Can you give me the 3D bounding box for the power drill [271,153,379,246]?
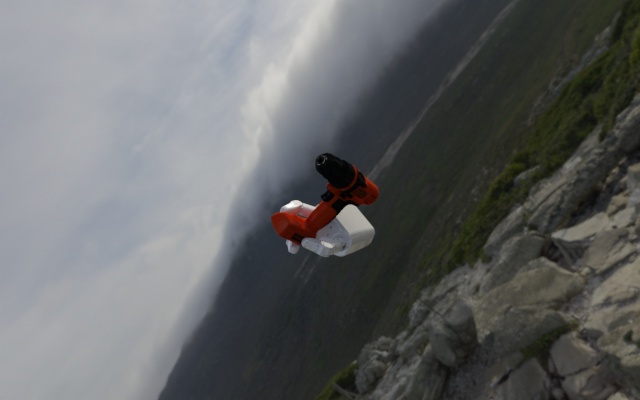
[{"bbox_3d":[0.000,0.003,0.891,0.188,0.057,0.184,-38,-38,17],"label":"power drill"}]
